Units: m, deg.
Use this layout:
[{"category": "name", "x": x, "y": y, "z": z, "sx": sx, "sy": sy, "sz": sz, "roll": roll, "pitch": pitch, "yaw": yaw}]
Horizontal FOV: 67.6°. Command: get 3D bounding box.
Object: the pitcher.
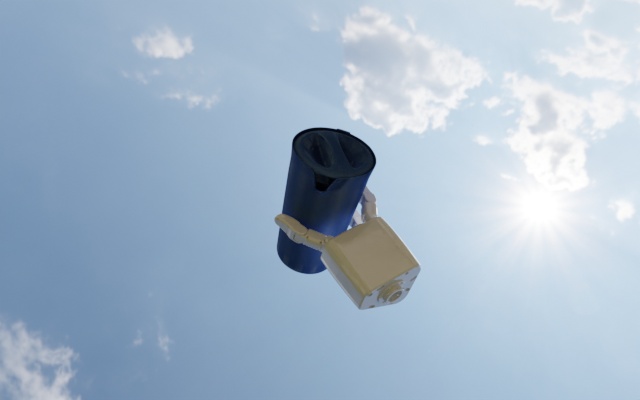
[{"category": "pitcher", "x": 0.000, "y": 0.003, "z": 0.813, "sx": 0.149, "sy": 0.243, "sz": 0.145, "roll": -14, "pitch": 48, "yaw": -32}]
